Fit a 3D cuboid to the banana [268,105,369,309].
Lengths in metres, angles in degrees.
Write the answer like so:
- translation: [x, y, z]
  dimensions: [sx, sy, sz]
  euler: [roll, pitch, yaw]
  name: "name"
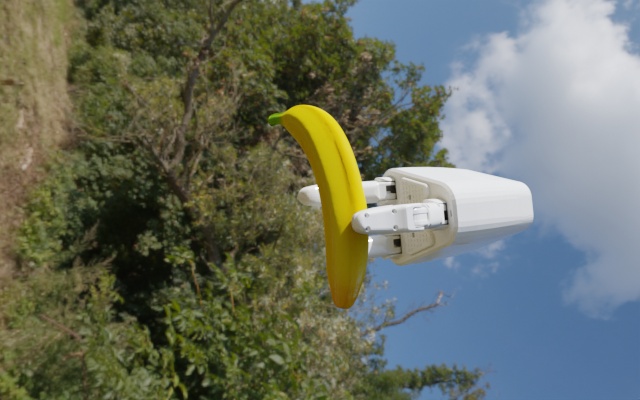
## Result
- translation: [0.007, -0.011, 0.407]
  dimensions: [0.037, 0.197, 0.070]
  euler: [-4, -27, -32]
  name: "banana"
